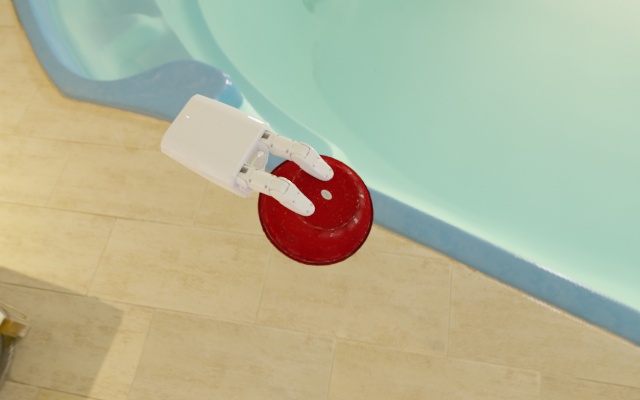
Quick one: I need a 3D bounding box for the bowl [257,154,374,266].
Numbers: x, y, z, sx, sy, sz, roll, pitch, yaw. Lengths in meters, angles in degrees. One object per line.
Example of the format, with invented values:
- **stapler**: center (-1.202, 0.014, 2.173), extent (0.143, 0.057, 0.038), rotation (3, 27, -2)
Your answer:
- **bowl**: center (0.001, 0.002, 0.629), extent (0.162, 0.162, 0.055), rotation (0, -19, -12)
